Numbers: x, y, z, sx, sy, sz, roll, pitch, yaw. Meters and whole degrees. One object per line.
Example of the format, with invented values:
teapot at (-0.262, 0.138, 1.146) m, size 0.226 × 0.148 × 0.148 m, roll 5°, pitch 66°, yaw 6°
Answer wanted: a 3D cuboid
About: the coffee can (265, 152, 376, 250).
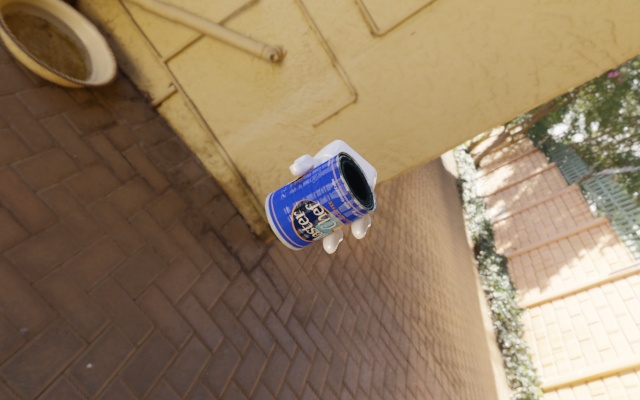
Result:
coffee can at (0.000, 0.003, 0.740) m, size 0.140 × 0.102 × 0.103 m, roll -29°, pitch -13°, yaw 24°
